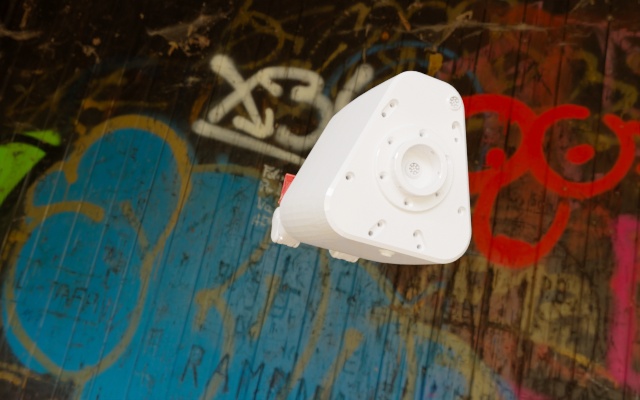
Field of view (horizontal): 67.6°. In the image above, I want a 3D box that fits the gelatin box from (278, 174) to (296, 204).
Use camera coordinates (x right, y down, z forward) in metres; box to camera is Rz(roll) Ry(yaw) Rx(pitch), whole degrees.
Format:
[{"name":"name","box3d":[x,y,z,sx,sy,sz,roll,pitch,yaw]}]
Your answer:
[{"name":"gelatin box","box3d":[0.000,0.001,0.456,0.073,0.030,0.089,15,-4,-2]}]
